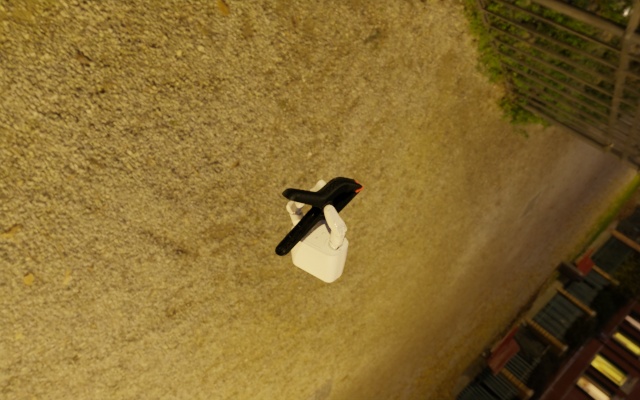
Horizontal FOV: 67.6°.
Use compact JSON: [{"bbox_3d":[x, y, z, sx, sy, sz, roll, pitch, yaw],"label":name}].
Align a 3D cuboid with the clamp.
[{"bbox_3d":[0.001,0.003,0.893,0.210,0.165,0.036,-32,59,-28],"label":"clamp"}]
